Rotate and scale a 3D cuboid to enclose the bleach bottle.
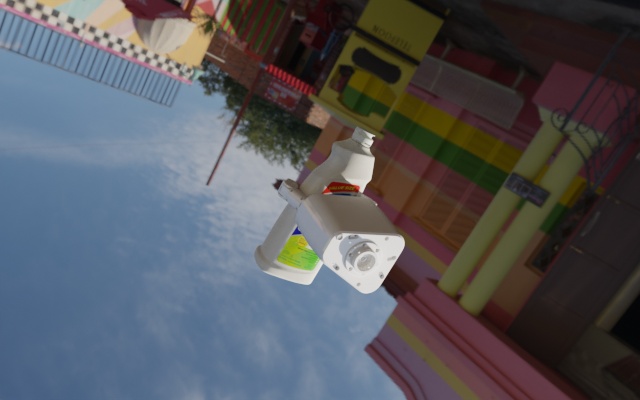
[{"bbox_3d":[0.000,0.002,0.717,0.102,0.251,0.068,22,16,-26],"label":"bleach bottle"}]
